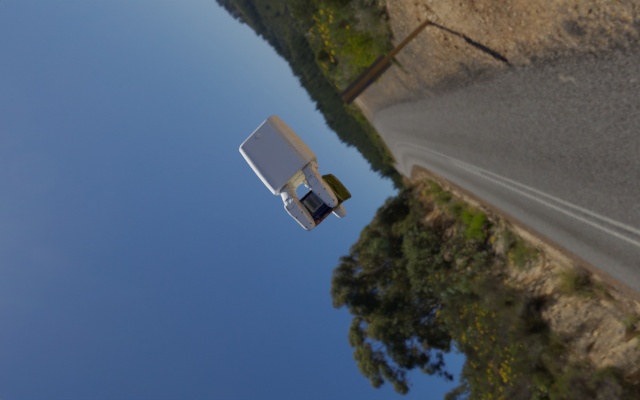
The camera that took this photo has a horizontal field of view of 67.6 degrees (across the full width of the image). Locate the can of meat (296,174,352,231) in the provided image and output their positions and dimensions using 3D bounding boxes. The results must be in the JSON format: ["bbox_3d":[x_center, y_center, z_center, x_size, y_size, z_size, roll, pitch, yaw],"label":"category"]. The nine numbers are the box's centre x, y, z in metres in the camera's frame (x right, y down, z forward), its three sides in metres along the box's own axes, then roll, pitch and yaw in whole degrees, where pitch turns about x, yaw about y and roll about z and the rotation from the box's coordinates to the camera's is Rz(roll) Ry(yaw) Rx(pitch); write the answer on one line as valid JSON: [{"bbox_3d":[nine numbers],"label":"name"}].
[{"bbox_3d":[0.000,0.003,0.835,0.084,0.057,0.102,-43,-4,13],"label":"can of meat"}]
